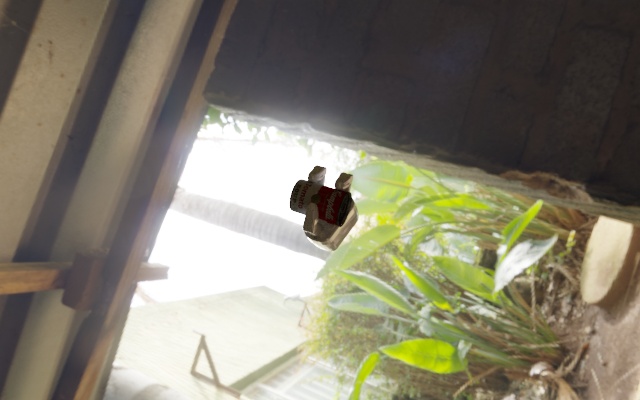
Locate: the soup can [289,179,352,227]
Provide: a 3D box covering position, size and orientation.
[{"bbox_3d":[0.000,0.003,0.898,0.102,0.068,0.068,17,5,18],"label":"soup can"}]
